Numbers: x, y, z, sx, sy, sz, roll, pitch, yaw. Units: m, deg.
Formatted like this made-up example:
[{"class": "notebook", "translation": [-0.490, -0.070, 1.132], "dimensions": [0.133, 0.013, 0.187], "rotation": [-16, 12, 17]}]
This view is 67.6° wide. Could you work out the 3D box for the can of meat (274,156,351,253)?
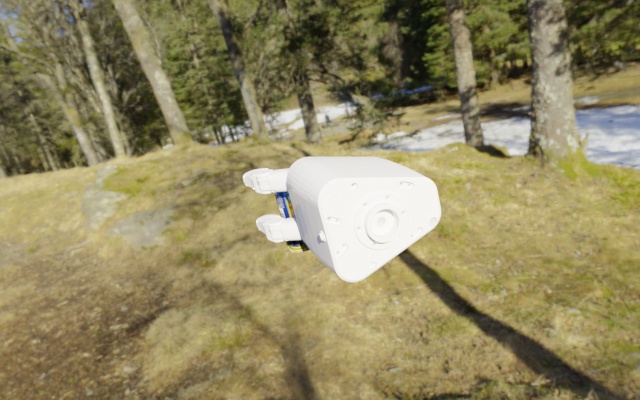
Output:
[{"class": "can of meat", "translation": [0.000, 0.001, 0.549], "dimensions": [0.102, 0.084, 0.057], "rotation": [-17, 17, -8]}]
